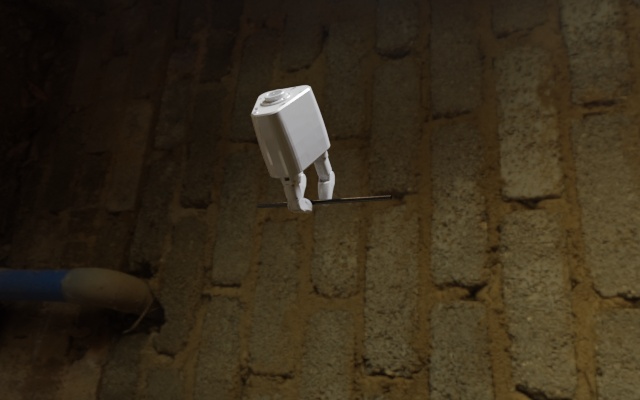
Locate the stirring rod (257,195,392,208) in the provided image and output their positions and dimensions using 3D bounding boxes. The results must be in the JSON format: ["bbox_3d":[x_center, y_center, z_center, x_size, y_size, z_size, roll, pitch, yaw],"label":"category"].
[{"bbox_3d":[0.000,0.003,0.792,0.239,0.011,0.011,-4,-2,24],"label":"stirring rod"}]
